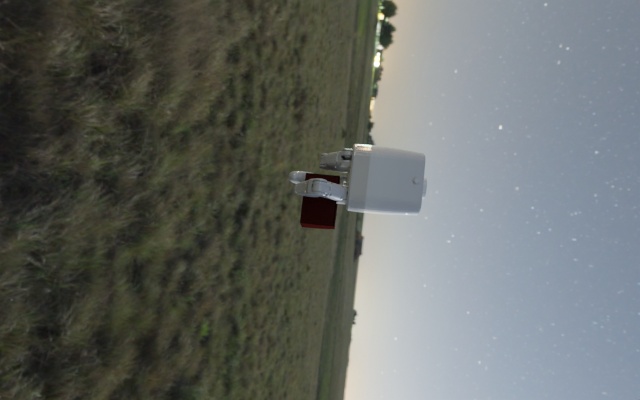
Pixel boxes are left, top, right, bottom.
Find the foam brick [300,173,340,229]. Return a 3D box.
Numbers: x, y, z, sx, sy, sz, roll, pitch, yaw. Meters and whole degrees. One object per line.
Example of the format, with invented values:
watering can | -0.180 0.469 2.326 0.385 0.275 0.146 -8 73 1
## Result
foam brick | 0.000 0.003 0.718 0.051 0.078 0.053 7 -8 3
